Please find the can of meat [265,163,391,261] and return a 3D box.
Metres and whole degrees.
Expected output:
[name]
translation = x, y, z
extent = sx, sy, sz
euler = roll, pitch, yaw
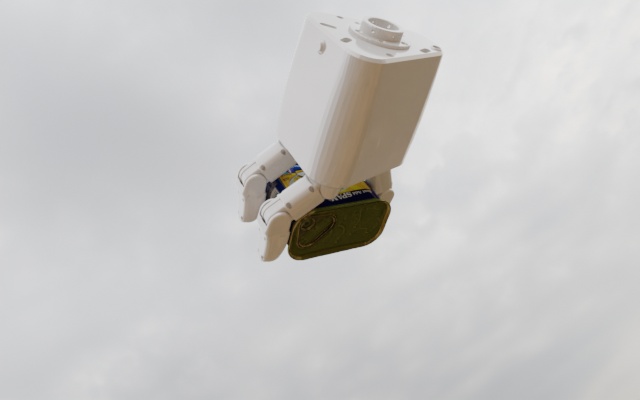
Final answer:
[can of meat]
translation = 0.000, 0.001, 0.452
extent = 0.102, 0.057, 0.084
euler = -10, 43, -29
